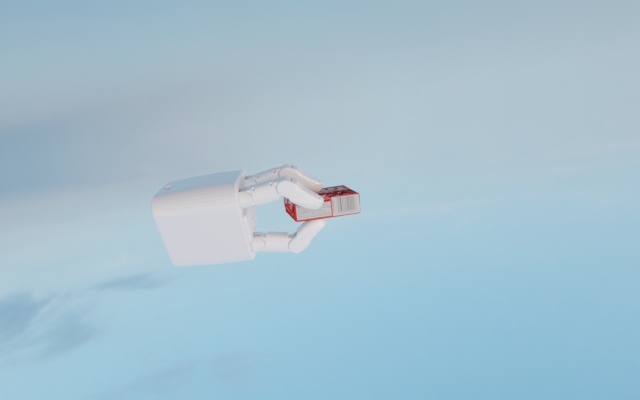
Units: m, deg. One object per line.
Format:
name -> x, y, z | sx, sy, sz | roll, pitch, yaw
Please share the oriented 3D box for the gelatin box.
gelatin box -> 0.000, 0.002, 0.630 | 0.089, 0.030, 0.073 | -7, 11, -12
